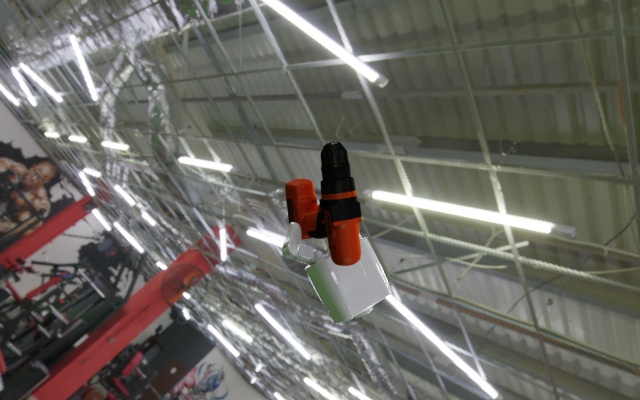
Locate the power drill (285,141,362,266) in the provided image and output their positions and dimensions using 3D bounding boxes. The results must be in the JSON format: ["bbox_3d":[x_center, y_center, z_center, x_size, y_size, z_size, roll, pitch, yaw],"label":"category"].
[{"bbox_3d":[0.000,0.003,0.764,0.057,0.184,0.187,-8,6,-22],"label":"power drill"}]
